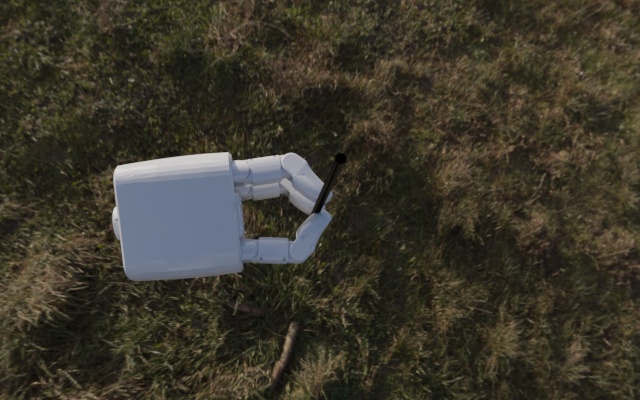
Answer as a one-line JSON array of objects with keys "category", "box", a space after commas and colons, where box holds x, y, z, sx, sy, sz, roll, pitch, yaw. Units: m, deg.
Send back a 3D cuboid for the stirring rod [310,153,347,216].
[{"category": "stirring rod", "box": [0.000, 0.002, 0.446, 0.011, 0.011, 0.239, 0, -15, -7]}]
